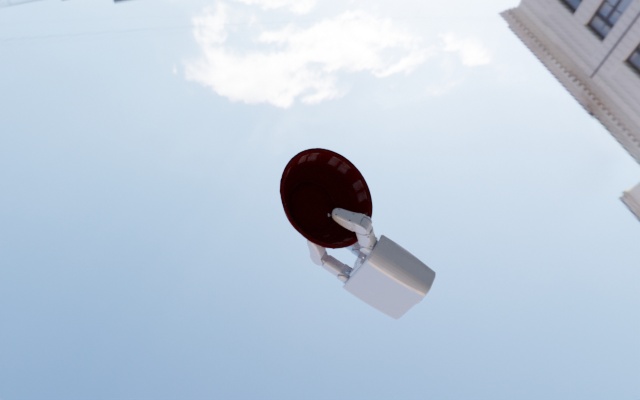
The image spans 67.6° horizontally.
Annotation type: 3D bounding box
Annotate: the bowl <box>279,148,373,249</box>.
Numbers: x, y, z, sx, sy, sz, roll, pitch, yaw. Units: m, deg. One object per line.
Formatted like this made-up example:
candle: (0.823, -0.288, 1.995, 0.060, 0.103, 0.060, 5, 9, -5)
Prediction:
bowl: (-0.001, 0.002, 0.741, 0.162, 0.162, 0.055, 0, -19, -31)
